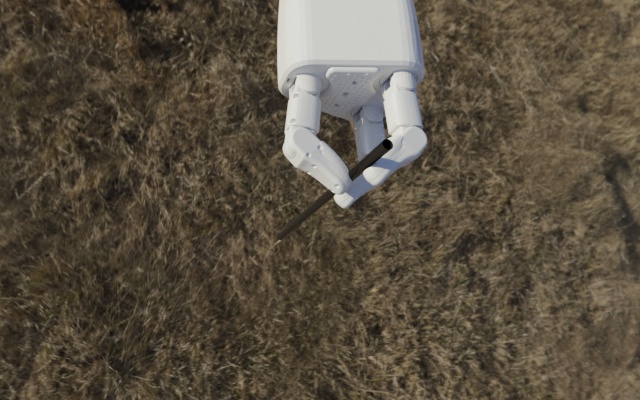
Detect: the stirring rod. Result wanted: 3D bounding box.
[{"bbox_3d":[0.000,0.001,0.420,0.011,0.011,0.239,0,-19,-23],"label":"stirring rod"}]
